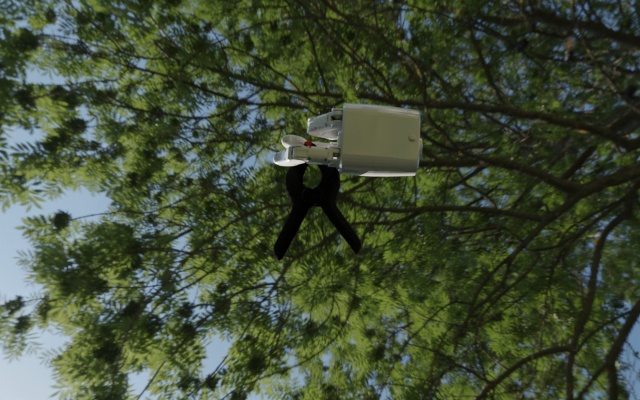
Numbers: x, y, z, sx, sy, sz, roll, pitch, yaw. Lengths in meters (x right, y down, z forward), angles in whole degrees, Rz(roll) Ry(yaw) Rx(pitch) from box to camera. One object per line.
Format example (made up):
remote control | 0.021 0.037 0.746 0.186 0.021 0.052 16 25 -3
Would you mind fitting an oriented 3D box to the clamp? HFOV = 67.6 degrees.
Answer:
clamp | 0.000 0.002 0.670 0.120 0.171 0.039 4 -10 1
